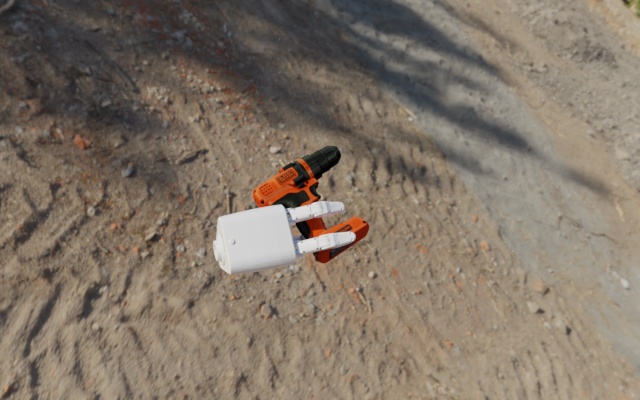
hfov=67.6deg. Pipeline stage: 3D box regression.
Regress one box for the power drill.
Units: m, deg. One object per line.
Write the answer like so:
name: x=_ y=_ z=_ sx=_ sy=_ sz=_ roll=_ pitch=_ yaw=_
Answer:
power drill: x=0.000 y=0.003 z=0.843 sx=0.184 sy=0.187 sz=0.057 roll=-34 pitch=-26 yaw=-14
